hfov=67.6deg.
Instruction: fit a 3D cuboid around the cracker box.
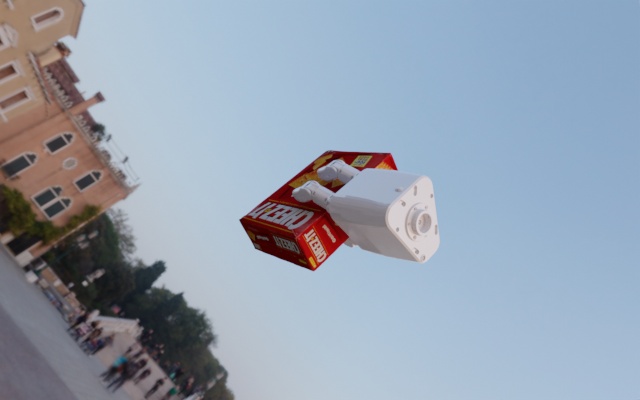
[{"bbox_3d":[0.000,0.003,0.759,0.213,0.072,0.164,-40,29,-27],"label":"cracker box"}]
